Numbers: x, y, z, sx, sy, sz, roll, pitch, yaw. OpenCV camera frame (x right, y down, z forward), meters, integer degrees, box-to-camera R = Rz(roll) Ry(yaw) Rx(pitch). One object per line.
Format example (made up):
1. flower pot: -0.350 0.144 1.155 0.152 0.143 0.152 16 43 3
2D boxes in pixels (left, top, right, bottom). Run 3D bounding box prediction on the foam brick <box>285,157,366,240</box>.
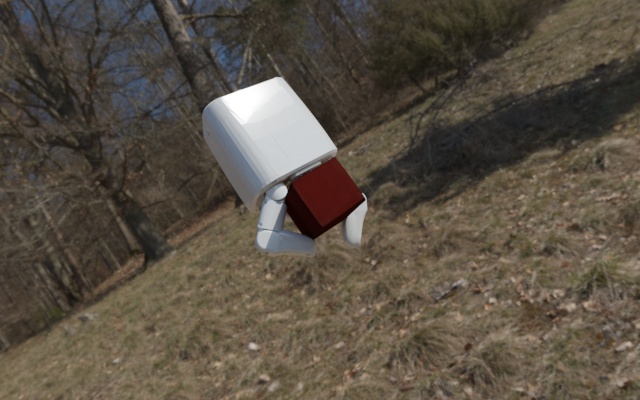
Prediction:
1. foam brick: 0.000 0.001 0.469 0.053 0.051 0.078 -32 -7 -18
